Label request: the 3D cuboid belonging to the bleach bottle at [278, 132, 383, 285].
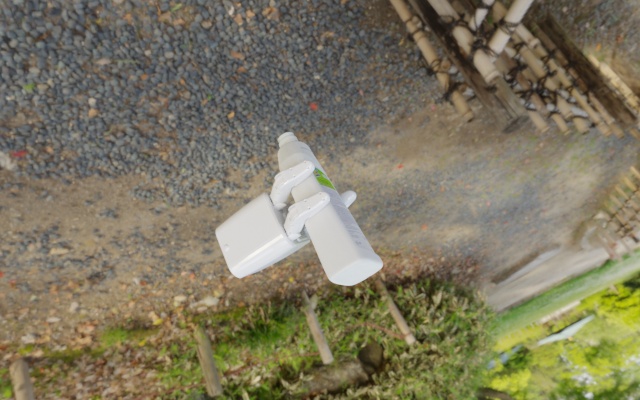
[{"bbox_3d":[0.000,0.002,0.724,0.068,0.250,0.102,-34,-26,15],"label":"bleach bottle"}]
